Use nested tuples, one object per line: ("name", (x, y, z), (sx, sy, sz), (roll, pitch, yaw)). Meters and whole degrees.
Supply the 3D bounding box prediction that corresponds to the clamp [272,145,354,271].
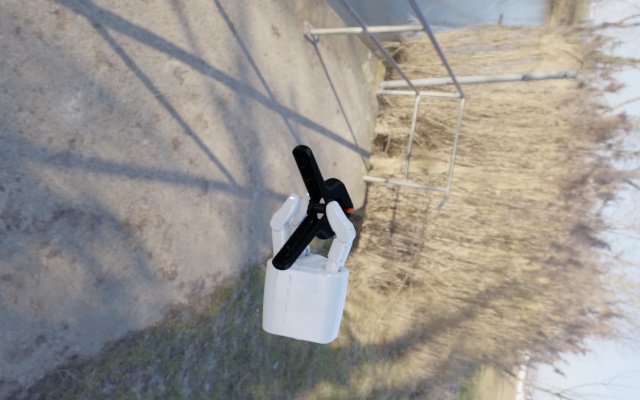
("clamp", (0.001, 0.003, 0.691), (0.036, 0.164, 0.210), (14, 11, 24))
